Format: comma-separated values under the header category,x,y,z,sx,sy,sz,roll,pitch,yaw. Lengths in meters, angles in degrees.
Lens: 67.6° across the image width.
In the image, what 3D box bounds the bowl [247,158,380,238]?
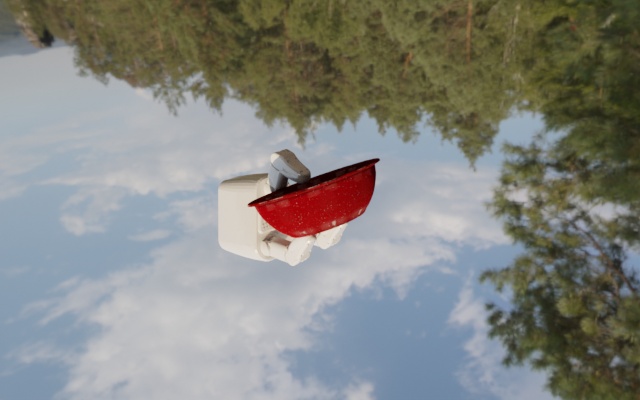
category,x,y,z,sx,sy,sz,roll,pitch,yaw
bowl,0.001,0.002,0.554,0.162,0.055,0.162,-19,5,2
